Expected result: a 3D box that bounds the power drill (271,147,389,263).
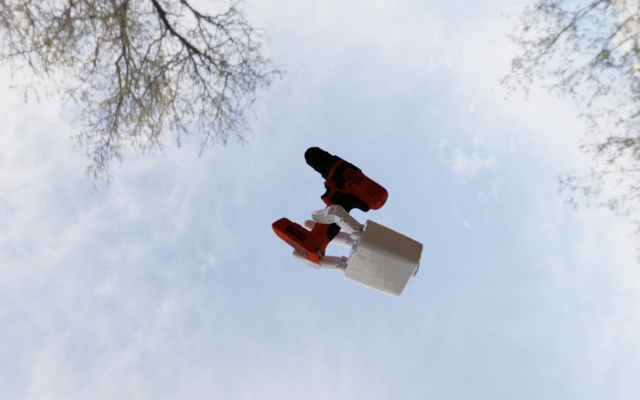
[{"bbox_3d":[0.000,0.003,0.859,0.184,0.187,0.057,34,-16,24],"label":"power drill"}]
